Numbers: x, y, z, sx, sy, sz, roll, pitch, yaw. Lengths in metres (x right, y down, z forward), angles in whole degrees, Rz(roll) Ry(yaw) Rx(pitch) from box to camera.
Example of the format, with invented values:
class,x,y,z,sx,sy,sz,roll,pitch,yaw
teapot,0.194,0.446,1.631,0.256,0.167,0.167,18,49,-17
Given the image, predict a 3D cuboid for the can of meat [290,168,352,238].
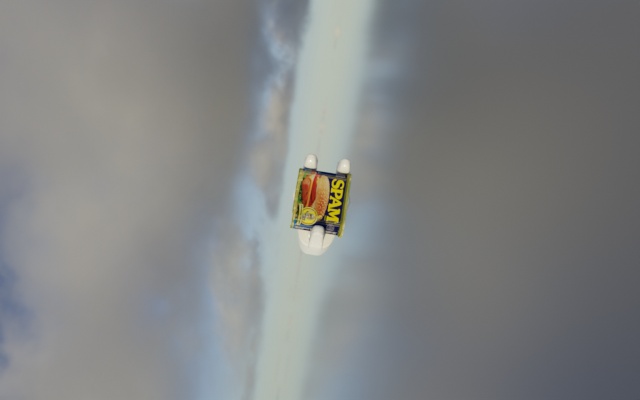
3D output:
class,x,y,z,sx,sy,sz,roll,pitch,yaw
can of meat,0.000,0.003,0.761,0.084,0.102,0.057,9,-12,-1
